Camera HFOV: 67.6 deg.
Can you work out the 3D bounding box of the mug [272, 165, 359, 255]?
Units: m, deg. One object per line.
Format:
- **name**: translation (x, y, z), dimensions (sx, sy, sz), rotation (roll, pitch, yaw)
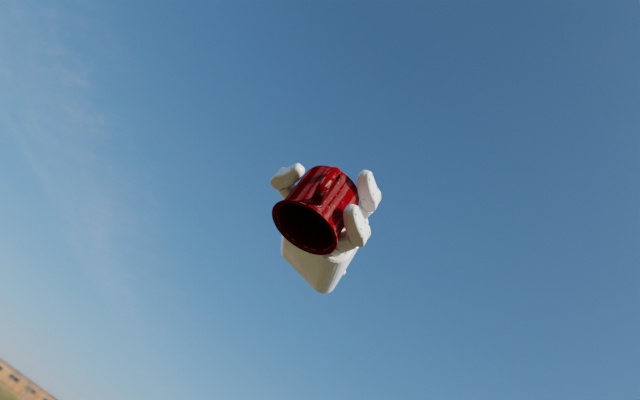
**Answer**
- **mug**: translation (0.000, 0.001, 0.602), dimensions (0.093, 0.081, 0.117), rotation (29, -37, 10)
